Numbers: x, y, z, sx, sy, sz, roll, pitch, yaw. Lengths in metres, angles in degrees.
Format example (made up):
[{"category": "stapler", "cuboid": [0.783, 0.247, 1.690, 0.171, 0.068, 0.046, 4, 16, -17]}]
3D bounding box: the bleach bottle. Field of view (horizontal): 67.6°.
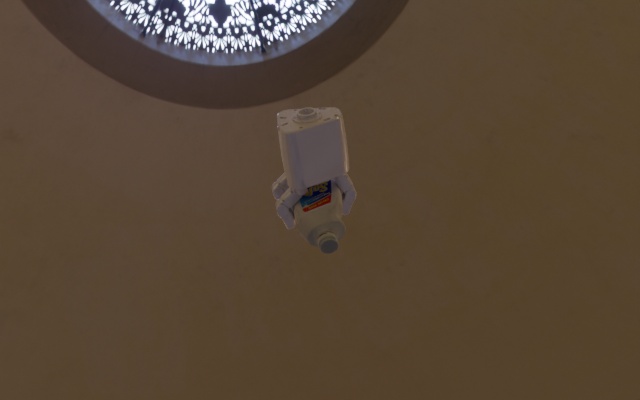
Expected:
[{"category": "bleach bottle", "cuboid": [0.000, 0.003, 0.845, 0.102, 0.068, 0.250, -11, 34, -5]}]
